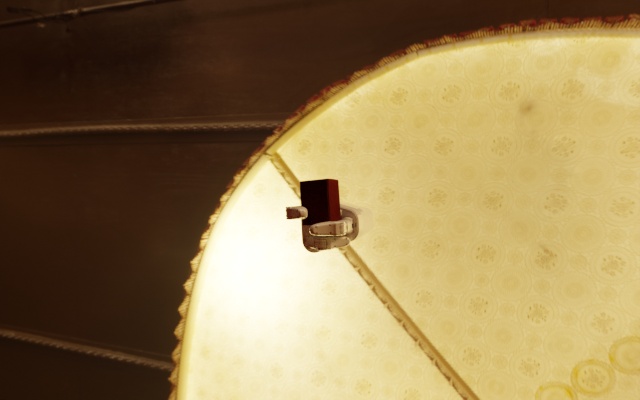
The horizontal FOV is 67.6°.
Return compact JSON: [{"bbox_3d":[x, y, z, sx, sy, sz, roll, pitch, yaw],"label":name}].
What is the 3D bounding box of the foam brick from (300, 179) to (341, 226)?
[{"bbox_3d":[0.000,0.002,0.813,0.053,0.078,0.051,-2,2,24],"label":"foam brick"}]
